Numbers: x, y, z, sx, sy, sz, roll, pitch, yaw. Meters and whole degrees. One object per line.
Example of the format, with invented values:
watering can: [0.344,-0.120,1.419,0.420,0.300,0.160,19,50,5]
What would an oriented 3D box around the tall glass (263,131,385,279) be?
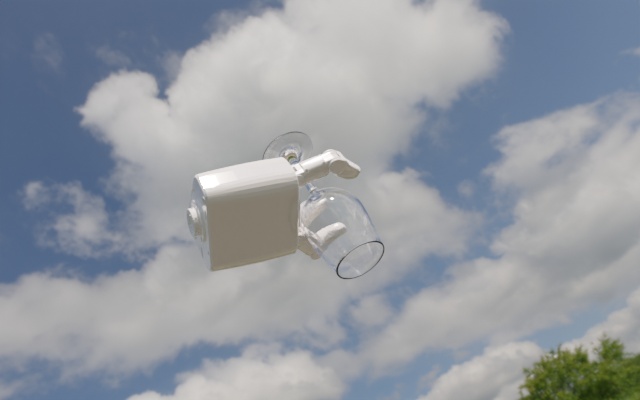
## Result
tall glass: [0.000,0.001,0.588,0.079,0.079,0.201,0,41,-37]
